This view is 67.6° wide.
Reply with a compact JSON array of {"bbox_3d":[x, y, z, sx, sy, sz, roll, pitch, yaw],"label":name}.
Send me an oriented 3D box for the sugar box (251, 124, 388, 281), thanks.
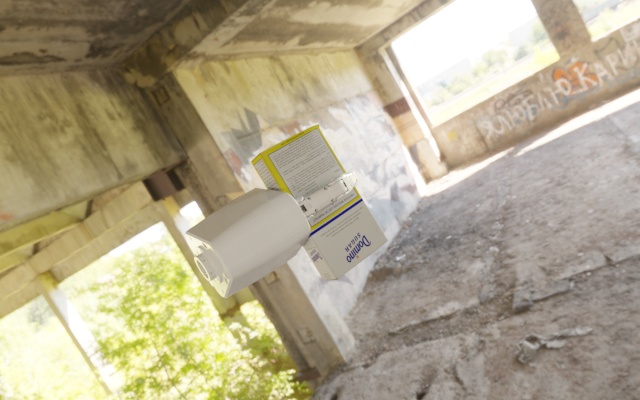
[{"bbox_3d":[0.000,0.002,0.596,0.093,0.176,0.048,-32,5,-27],"label":"sugar box"}]
